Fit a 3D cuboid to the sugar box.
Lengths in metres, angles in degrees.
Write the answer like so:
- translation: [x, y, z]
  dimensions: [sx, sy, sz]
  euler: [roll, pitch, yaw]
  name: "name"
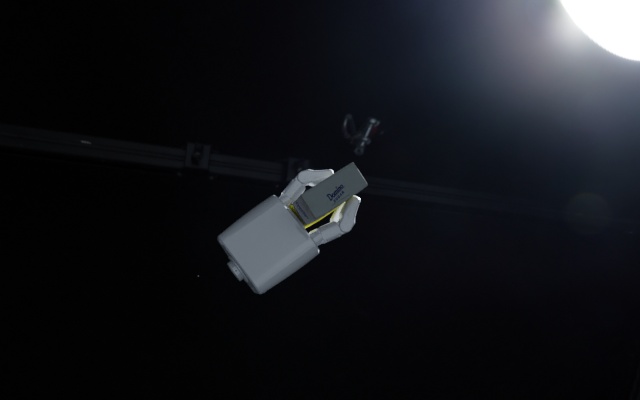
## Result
- translation: [0.000, 0.003, 0.726]
  dimensions: [0.093, 0.048, 0.176]
  euler: [-33, 0, -16]
  name: "sugar box"
